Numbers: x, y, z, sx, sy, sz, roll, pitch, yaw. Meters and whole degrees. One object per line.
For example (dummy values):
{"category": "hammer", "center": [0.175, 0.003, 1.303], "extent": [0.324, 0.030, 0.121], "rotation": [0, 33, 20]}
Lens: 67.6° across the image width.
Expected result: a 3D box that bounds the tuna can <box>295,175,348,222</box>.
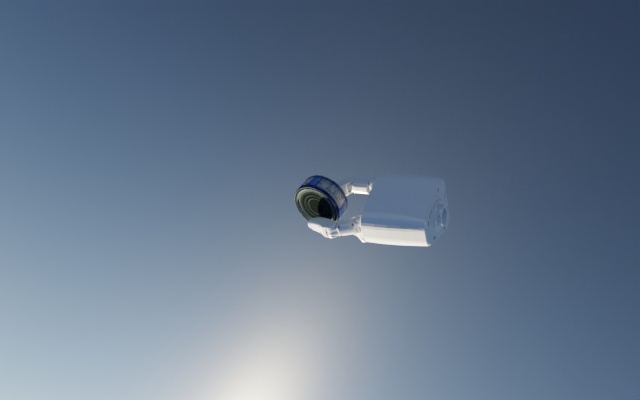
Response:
{"category": "tuna can", "center": [0.000, 0.003, 0.792], "extent": [0.086, 0.086, 0.033], "rotation": [0, 36, 38]}
